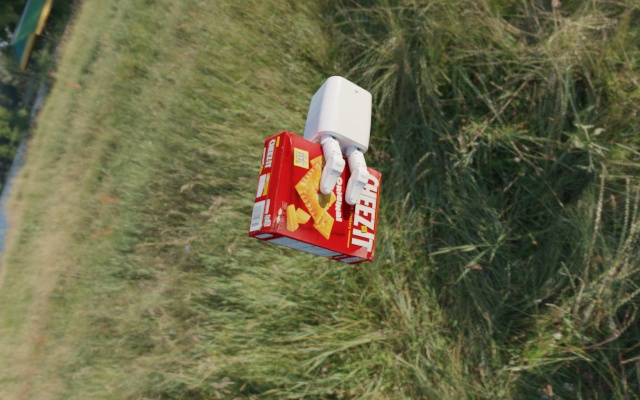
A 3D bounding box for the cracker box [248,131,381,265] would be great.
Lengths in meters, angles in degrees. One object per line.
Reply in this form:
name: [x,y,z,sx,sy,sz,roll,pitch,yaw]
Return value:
cracker box: [0.000,0.003,0.784,0.214,0.164,0.072,20,-21,-35]
